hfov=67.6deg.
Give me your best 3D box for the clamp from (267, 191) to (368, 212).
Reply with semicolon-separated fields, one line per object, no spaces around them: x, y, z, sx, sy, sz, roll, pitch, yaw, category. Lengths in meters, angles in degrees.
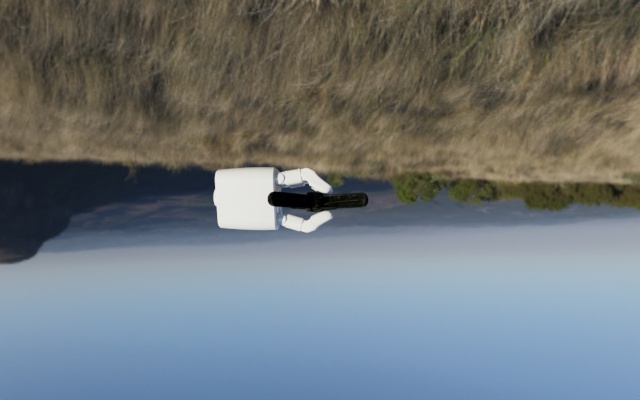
0.000;0.004;0.864;0.164;0.036;0.210;1;-3;3;clamp
